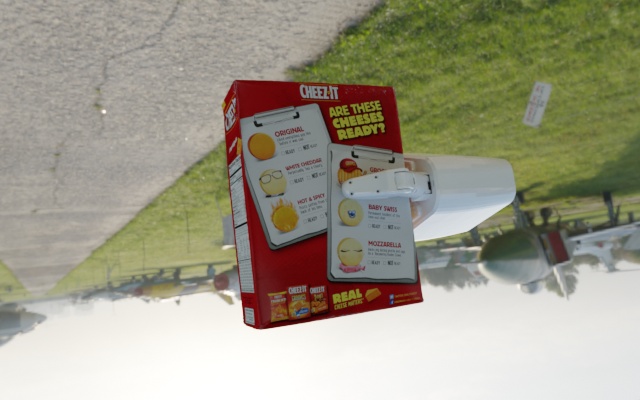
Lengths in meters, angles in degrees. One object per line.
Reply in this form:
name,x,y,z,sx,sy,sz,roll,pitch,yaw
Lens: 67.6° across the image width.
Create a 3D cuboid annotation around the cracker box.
cracker box,0.000,0.002,0.455,0.164,0.213,0.072,-4,-8,-25
